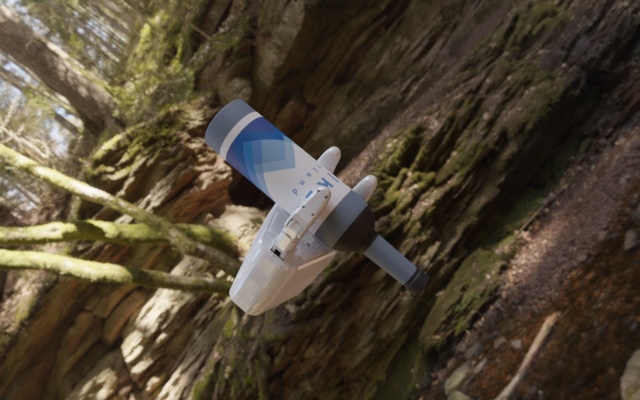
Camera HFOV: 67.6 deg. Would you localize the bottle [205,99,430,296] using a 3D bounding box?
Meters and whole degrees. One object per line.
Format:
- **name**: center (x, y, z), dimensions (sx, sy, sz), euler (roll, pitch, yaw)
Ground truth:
- **bottle**: center (0.000, 0.002, 0.544), dimensions (0.295, 0.069, 0.069), euler (40, 5, 6)
